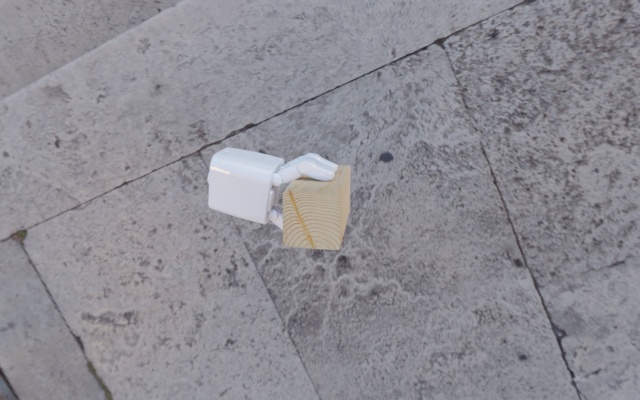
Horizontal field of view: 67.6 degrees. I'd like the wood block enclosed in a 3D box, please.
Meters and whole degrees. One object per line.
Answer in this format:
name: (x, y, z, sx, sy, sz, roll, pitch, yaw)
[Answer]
wood block: (0.000, 0.003, 0.810, 0.090, 0.091, 0.206, 3, 16, 7)
